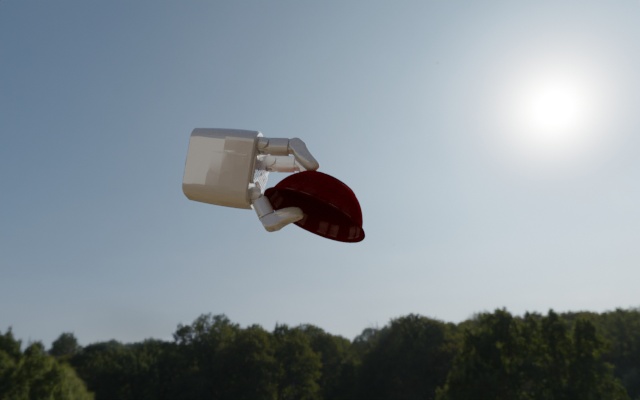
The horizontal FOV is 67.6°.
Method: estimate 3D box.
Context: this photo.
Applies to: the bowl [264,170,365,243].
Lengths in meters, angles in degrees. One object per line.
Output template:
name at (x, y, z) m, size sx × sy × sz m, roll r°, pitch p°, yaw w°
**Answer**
bowl at (0.002, 0.002, 0.707) m, size 0.162 × 0.055 × 0.162 m, roll 22°, pitch -20°, yaw 9°
